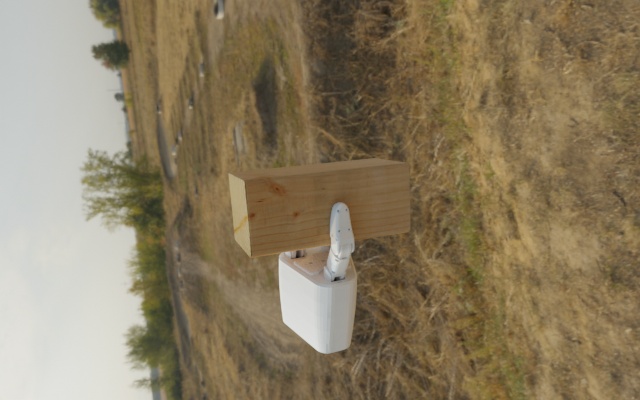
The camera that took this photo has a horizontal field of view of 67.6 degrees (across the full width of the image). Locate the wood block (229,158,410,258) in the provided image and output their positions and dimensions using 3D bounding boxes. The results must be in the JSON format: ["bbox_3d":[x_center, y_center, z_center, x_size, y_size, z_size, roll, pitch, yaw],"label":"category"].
[{"bbox_3d":[0.000,0.002,0.596,0.206,0.090,0.091,-8,12,-21],"label":"wood block"}]
